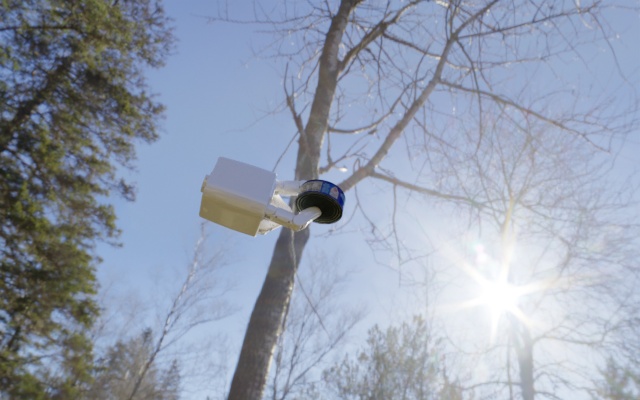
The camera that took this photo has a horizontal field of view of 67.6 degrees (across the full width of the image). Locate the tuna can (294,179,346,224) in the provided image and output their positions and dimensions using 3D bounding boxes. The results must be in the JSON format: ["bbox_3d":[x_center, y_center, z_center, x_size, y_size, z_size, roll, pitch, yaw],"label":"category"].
[{"bbox_3d":[0.000,0.002,0.830,0.086,0.033,0.086,10,-38,8],"label":"tuna can"}]
